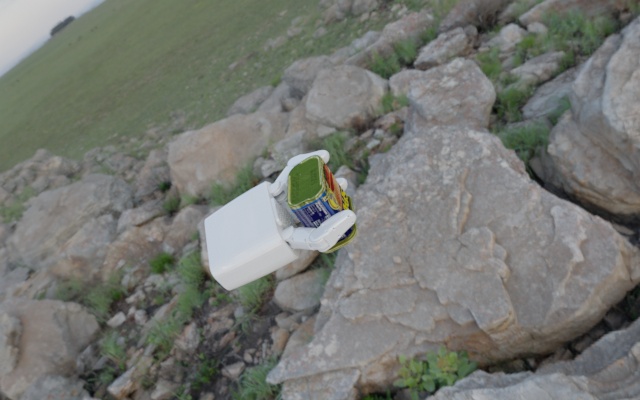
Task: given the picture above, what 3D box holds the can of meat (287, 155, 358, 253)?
[{"bbox_3d":[0.000,0.002,0.615,0.057,0.084,0.102,-27,33,15],"label":"can of meat"}]
